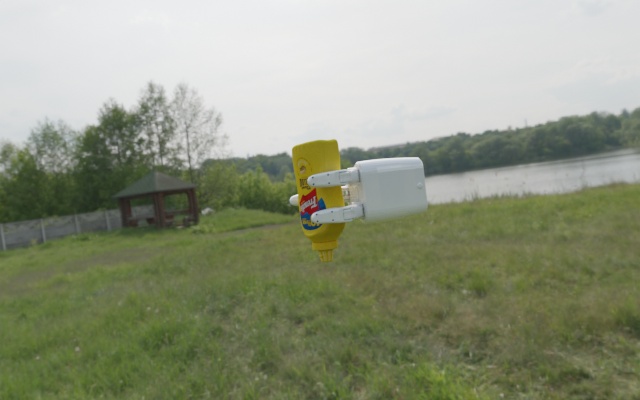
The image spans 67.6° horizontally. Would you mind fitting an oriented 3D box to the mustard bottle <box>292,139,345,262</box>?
[{"bbox_3d":[0.000,0.002,0.763,0.058,0.191,0.096,-8,2,-35],"label":"mustard bottle"}]
